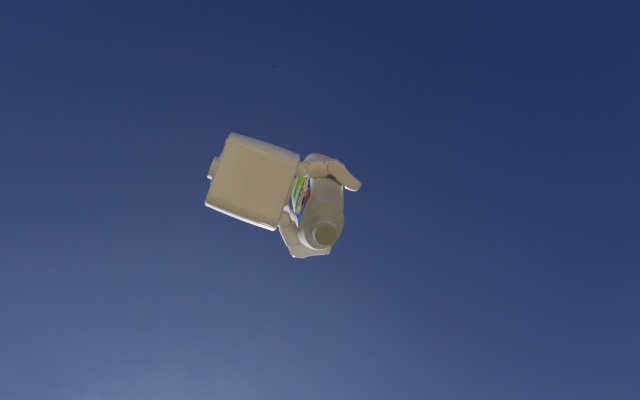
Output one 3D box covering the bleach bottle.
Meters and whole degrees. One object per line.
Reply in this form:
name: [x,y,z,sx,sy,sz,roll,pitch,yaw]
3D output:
bleach bottle: [0.000,0.002,0.706,0.068,0.102,0.250,21,13,-10]
